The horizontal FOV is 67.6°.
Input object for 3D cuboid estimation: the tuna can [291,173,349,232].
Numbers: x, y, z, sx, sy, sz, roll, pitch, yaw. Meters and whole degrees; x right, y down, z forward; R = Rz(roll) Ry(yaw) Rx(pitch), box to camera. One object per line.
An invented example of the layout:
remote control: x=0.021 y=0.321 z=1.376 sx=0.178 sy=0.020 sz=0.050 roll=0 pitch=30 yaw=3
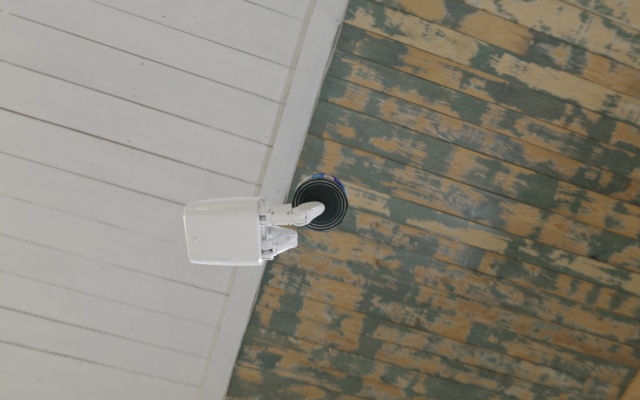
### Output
tuna can: x=0.000 y=0.002 z=0.726 sx=0.086 sy=0.086 sz=0.033 roll=0 pitch=18 yaw=3
